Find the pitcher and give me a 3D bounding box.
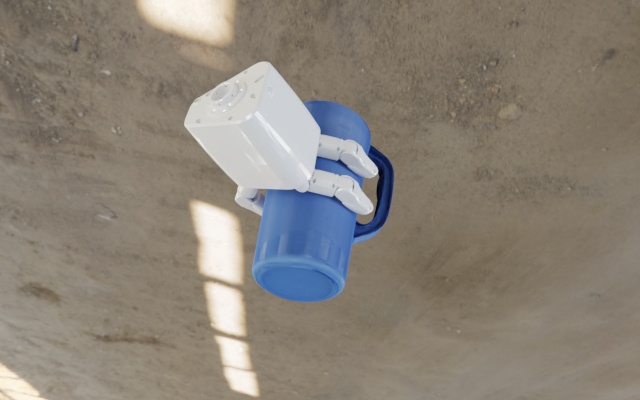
[{"bbox_3d":[0.000,0.002,0.611,0.149,0.242,0.145,-12,-41,26],"label":"pitcher"}]
